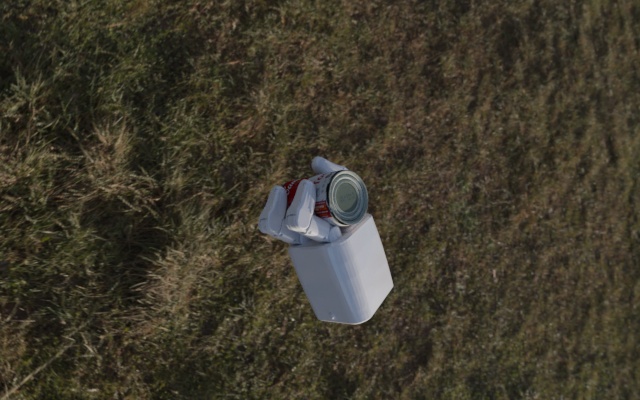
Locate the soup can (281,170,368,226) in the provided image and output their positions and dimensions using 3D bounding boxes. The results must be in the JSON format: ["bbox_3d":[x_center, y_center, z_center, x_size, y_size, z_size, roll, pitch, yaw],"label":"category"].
[{"bbox_3d":[0.000,0.001,0.592,0.068,0.068,0.102,0,-6,-41],"label":"soup can"}]
